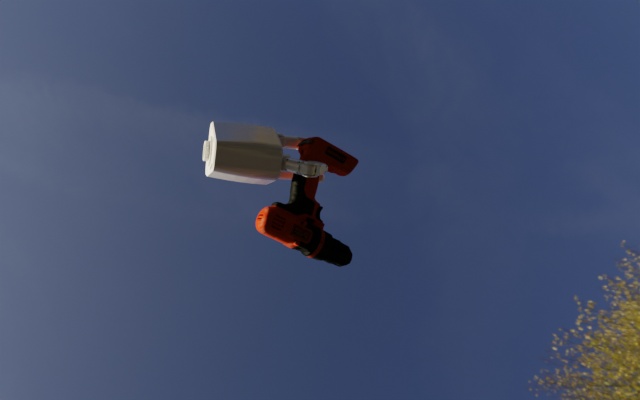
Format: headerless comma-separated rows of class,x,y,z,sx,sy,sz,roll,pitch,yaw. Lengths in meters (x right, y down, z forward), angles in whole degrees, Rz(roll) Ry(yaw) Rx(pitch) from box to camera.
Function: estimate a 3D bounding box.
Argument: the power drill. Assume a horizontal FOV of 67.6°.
power drill,0.000,0.002,0.804,0.184,0.187,0.057,28,-19,-28
